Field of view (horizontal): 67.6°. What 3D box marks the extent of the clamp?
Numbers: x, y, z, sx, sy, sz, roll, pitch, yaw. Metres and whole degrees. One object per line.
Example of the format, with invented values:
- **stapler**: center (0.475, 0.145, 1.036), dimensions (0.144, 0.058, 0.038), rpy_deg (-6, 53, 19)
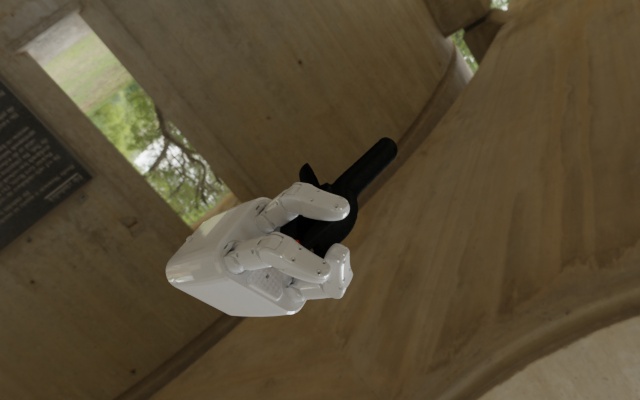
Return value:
- **clamp**: center (0.000, 0.002, 0.479), dimensions (0.120, 0.039, 0.171), rpy_deg (-16, 29, 44)
